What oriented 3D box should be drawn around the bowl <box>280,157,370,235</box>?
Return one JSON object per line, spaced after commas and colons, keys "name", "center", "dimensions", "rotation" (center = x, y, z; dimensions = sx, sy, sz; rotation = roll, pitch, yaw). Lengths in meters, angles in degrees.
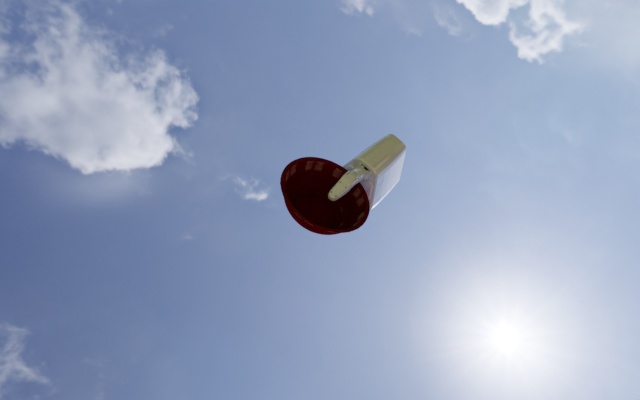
{"name": "bowl", "center": [-0.001, 0.003, 0.811], "dimensions": [0.162, 0.162, 0.055], "rotation": [0, -38, -30]}
